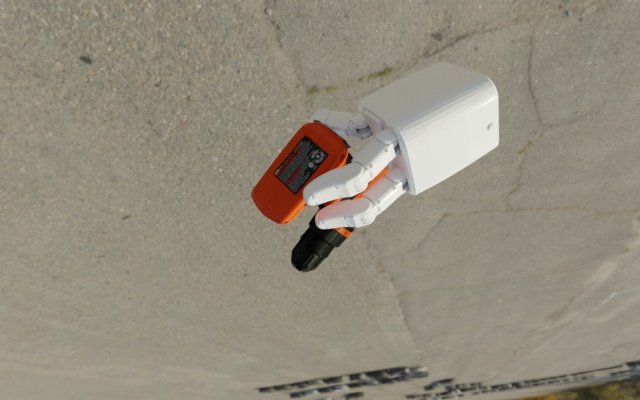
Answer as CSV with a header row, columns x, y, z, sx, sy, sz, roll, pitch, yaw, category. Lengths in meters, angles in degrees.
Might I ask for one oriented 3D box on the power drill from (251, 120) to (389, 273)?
x,y,z,sx,sy,sz,roll,pitch,yaw,category
0.000,0.002,0.542,0.057,0.184,0.188,39,5,24,power drill
